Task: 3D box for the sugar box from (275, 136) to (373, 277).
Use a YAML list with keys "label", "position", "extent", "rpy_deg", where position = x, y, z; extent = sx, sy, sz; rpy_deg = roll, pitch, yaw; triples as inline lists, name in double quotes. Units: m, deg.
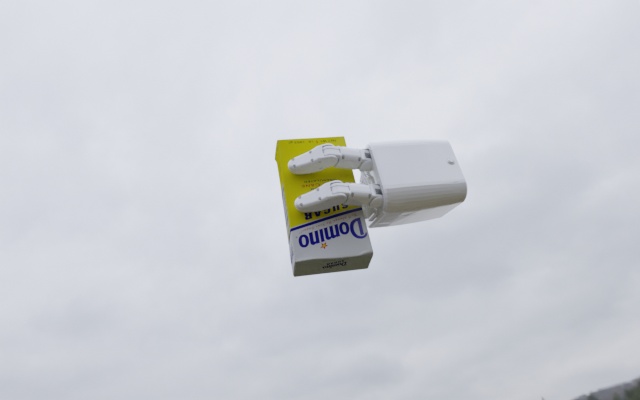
- label: "sugar box"
  position: [0.000, 0.002, 0.588]
  extent: [0.093, 0.176, 0.048]
  rpy_deg: [-6, -34, -11]
